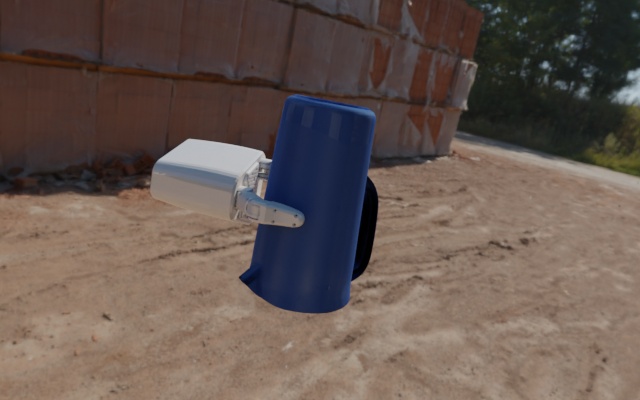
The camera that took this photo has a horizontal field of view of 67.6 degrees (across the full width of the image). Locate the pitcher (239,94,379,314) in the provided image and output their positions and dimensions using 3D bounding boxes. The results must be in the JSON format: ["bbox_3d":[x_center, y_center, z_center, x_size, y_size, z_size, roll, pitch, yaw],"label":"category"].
[{"bbox_3d":[0.000,0.002,0.585,0.145,0.243,0.149,13,13,9],"label":"pitcher"}]
